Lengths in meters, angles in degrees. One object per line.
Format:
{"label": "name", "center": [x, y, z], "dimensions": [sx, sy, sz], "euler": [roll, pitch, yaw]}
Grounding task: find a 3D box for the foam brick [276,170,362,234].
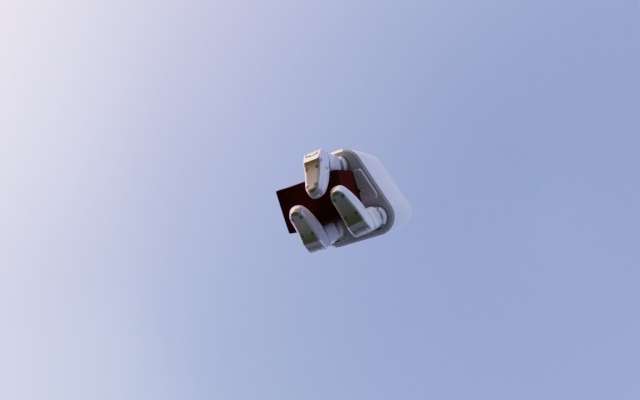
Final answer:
{"label": "foam brick", "center": [0.000, 0.002, 0.542], "dimensions": [0.078, 0.053, 0.051], "euler": [-18, -5, 23]}
